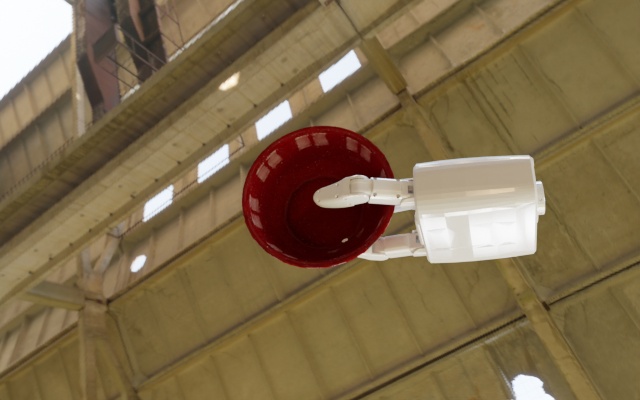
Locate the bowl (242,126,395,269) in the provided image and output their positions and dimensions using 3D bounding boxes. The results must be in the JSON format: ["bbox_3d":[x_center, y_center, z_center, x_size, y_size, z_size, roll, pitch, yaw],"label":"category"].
[{"bbox_3d":[-0.001,0.002,0.517,0.162,0.162,0.055,0,-23,8],"label":"bowl"}]
